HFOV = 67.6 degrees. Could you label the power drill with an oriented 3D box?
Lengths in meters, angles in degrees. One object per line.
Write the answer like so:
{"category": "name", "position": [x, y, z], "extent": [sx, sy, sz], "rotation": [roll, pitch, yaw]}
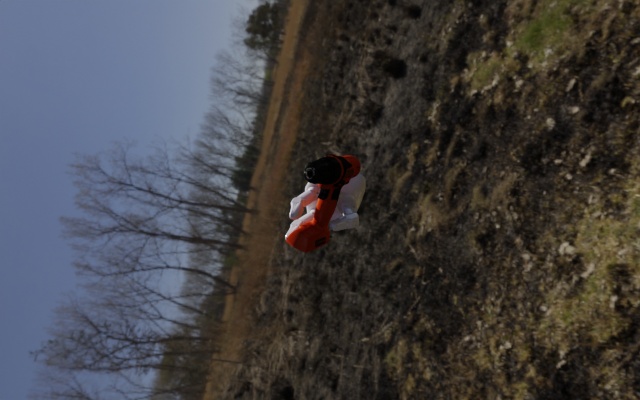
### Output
{"category": "power drill", "position": [0.000, 0.003, 0.899], "extent": [0.057, 0.188, 0.184], "rotation": [31, 20, 22]}
